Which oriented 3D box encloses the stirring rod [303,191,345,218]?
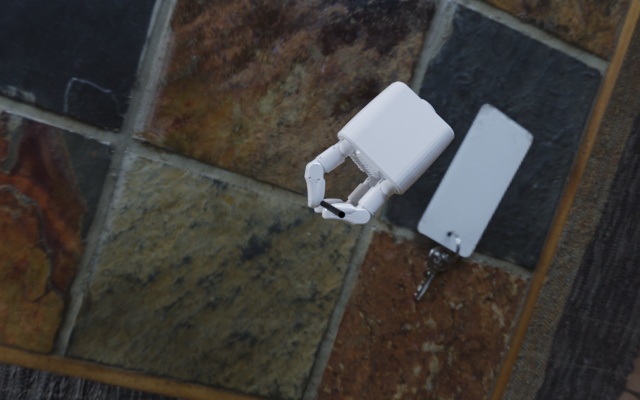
[{"bbox_3d":[0.000,0.002,0.641,0.011,0.011,0.239,0,6,-11],"label":"stirring rod"}]
